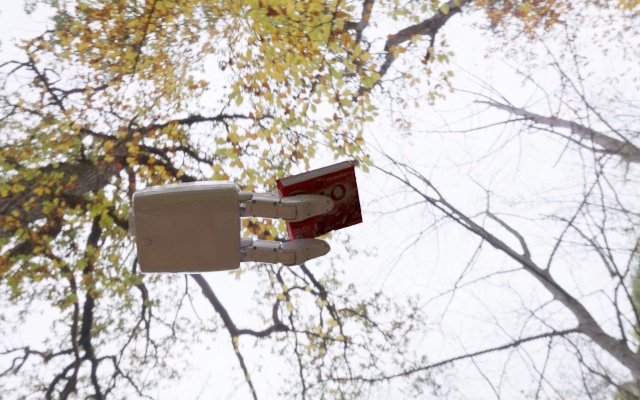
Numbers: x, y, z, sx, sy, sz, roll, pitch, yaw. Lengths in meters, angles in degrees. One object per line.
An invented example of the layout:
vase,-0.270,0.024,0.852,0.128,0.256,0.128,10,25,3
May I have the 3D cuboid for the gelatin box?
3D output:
gelatin box,0.000,0.002,0.546,0.089,0.073,0.030,-17,25,-12
